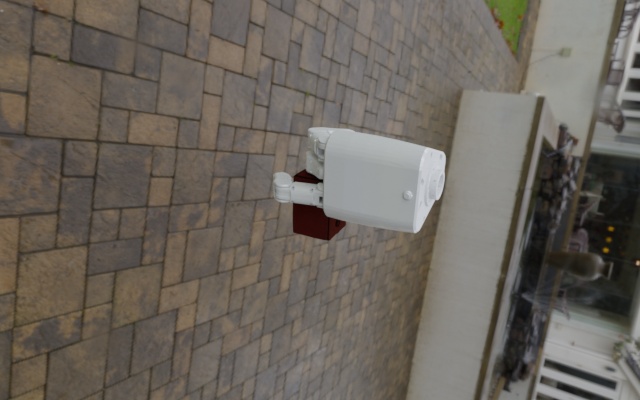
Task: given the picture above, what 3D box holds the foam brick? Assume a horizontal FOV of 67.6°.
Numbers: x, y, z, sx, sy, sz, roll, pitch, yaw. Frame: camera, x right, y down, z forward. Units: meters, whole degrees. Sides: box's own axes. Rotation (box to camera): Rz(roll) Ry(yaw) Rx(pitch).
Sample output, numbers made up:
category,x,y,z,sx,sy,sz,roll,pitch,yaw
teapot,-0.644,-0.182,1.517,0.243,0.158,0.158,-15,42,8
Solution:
category,x,y,z,sx,sy,sz,roll,pitch,yaw
foam brick,0.000,0.002,0.588,0.051,0.078,0.053,12,24,23
